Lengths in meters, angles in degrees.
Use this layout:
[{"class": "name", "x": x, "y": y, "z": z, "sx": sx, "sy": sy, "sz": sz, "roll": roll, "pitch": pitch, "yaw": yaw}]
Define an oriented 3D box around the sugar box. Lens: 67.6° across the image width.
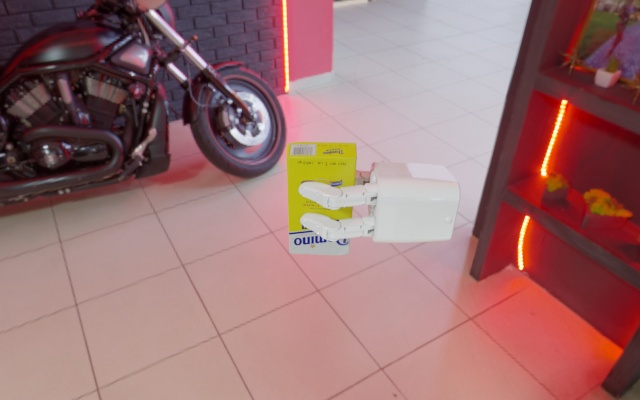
[{"class": "sugar box", "x": 0.000, "y": 0.002, "z": 0.673, "sx": 0.093, "sy": 0.176, "sz": 0.048, "roll": 1, "pitch": 37, "yaw": 1}]
